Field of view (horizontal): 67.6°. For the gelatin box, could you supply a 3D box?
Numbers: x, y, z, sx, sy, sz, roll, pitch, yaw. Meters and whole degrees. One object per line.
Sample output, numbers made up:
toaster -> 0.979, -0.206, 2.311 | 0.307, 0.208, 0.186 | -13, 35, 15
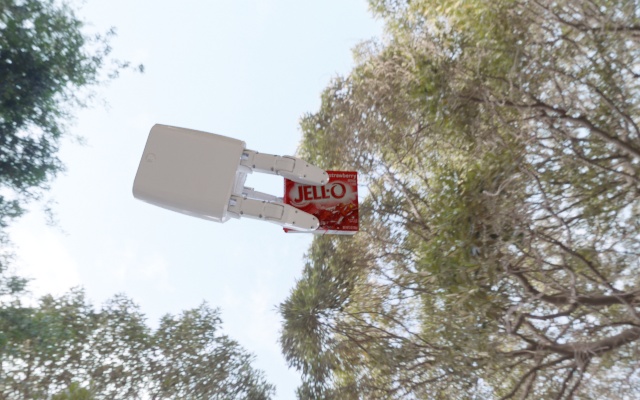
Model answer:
gelatin box -> 0.000, 0.002, 0.568 | 0.089, 0.073, 0.030 | 2, -11, -10
